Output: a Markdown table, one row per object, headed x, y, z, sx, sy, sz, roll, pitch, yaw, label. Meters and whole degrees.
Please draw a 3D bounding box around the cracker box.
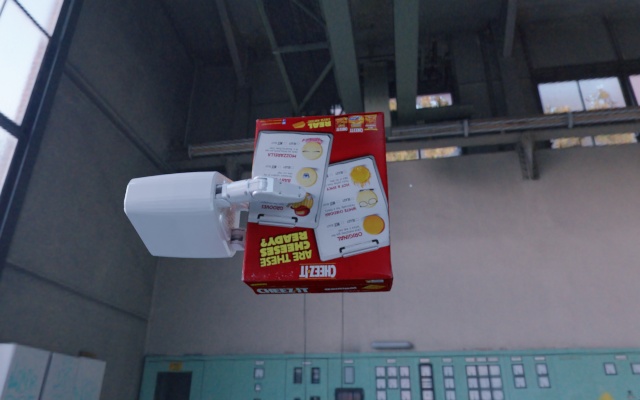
| x | y | z | sx | sy | sz | roll | pitch | yaw | label |
| --- | --- | --- | --- | --- | --- | --- | --- | --- | --- |
| 0.000 | 0.002 | 0.578 | 0.164 | 0.213 | 0.072 | -2 | -25 | 7 | cracker box |
